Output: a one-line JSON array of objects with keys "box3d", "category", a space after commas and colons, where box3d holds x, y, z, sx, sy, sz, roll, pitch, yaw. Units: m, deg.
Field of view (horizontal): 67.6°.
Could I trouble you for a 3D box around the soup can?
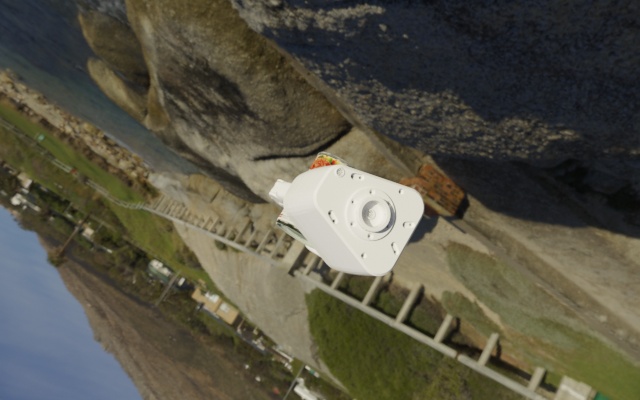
[{"box3d": [0.000, 0.002, 0.583, 0.068, 0.102, 0.068, 30, -12, 7], "category": "soup can"}]
